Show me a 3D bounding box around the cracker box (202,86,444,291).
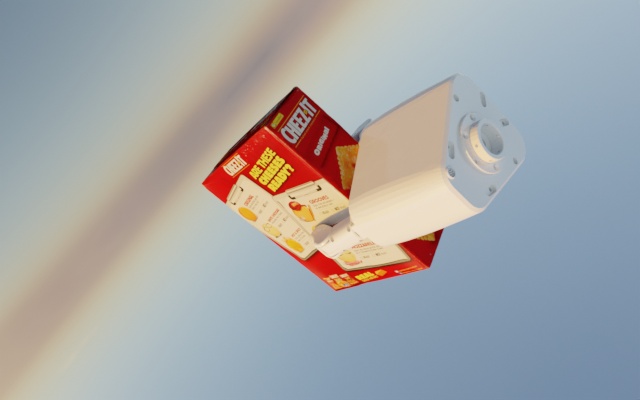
[{"bbox_3d":[0.000,0.002,0.518,0.214,0.072,0.164,41,-35,-16],"label":"cracker box"}]
